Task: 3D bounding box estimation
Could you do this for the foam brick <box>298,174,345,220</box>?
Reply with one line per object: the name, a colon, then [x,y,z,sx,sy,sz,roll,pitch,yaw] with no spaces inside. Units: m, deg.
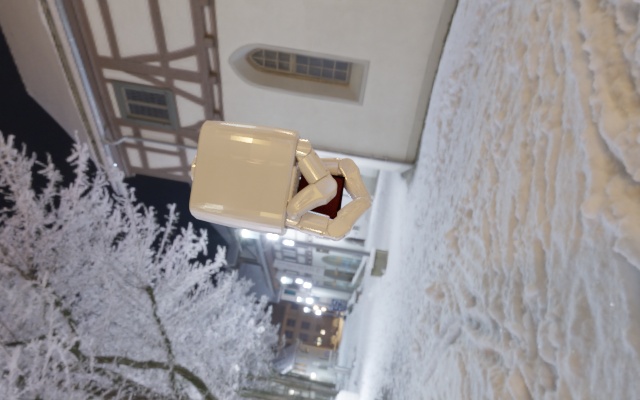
foam brick: [0.000,0.002,0.577,0.051,0.053,0.078,9,-15,3]
